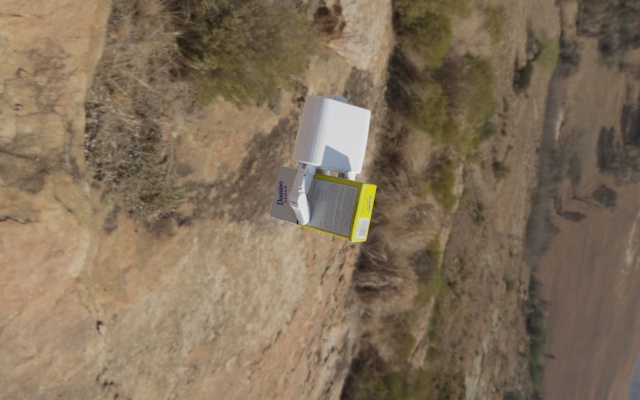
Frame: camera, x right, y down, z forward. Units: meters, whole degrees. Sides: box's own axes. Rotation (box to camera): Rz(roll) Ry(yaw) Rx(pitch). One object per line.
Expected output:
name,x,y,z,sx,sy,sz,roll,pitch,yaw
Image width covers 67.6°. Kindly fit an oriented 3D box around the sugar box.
sugar box,0.001,0.002,0.785,0.176,0.093,0.048,15,6,39
